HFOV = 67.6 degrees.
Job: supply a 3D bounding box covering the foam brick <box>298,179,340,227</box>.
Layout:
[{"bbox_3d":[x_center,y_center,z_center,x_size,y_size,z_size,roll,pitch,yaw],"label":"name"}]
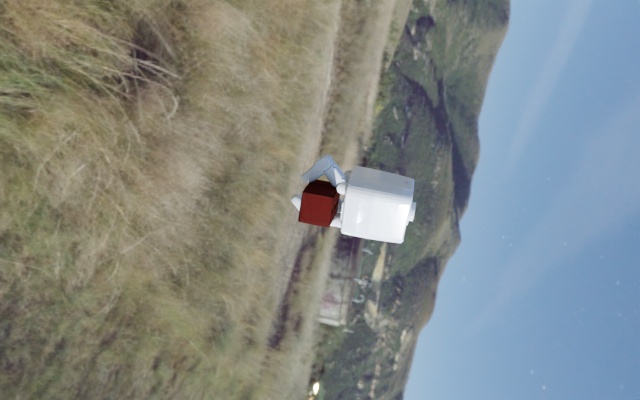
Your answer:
[{"bbox_3d":[0.000,0.003,0.776,0.051,0.053,0.078,12,22,8],"label":"foam brick"}]
